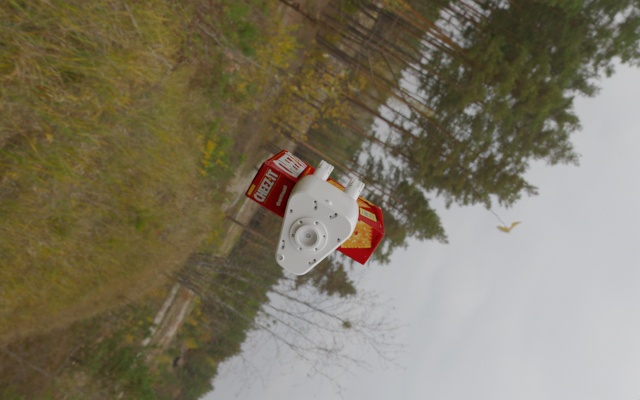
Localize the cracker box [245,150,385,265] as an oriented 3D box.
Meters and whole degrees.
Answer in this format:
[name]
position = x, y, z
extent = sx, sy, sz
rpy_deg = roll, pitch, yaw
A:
[cracker box]
position = 0.000, 0.003, 0.796
extent = 0.214, 0.072, 0.164
rpy_deg = 32, 14, -1
